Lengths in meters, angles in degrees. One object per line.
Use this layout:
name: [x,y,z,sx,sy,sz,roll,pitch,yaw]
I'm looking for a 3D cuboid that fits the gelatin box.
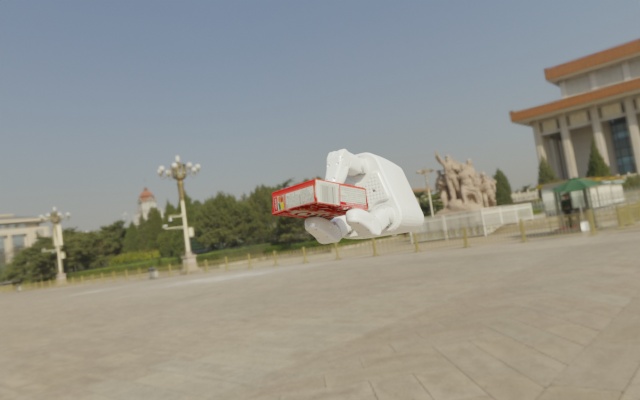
gelatin box: [0.000,0.001,0.553,0.073,0.030,0.089,-15,-16,42]
